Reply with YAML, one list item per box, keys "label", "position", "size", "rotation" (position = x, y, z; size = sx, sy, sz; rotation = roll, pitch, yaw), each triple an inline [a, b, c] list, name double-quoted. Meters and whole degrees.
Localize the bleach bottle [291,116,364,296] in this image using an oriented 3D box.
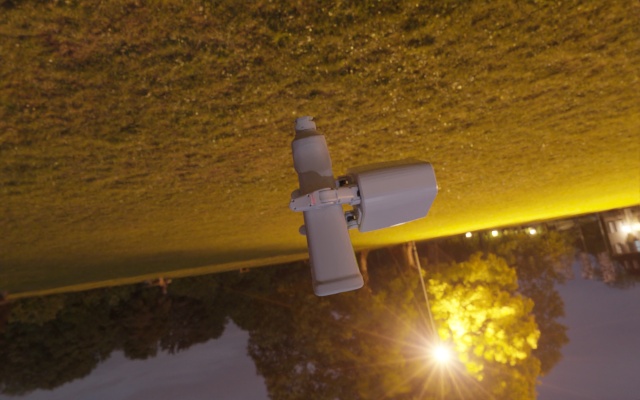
- label: "bleach bottle"
  position: [0.000, 0.002, 0.672]
  size: [0.068, 0.251, 0.102]
  rotation: [-11, -7, -3]
